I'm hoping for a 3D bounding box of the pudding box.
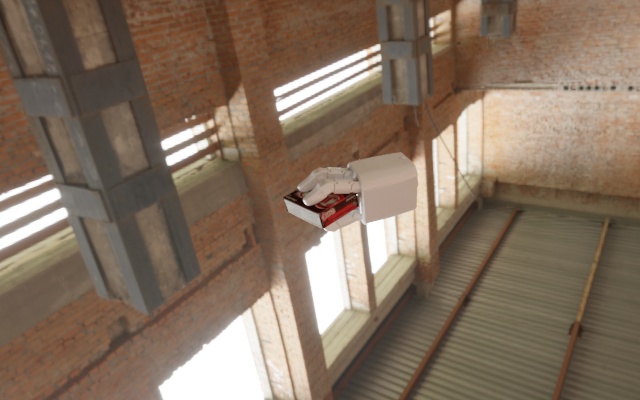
[{"bbox_3d":[0.000,0.003,0.873,0.090,0.039,0.113,-30,30,-30],"label":"pudding box"}]
